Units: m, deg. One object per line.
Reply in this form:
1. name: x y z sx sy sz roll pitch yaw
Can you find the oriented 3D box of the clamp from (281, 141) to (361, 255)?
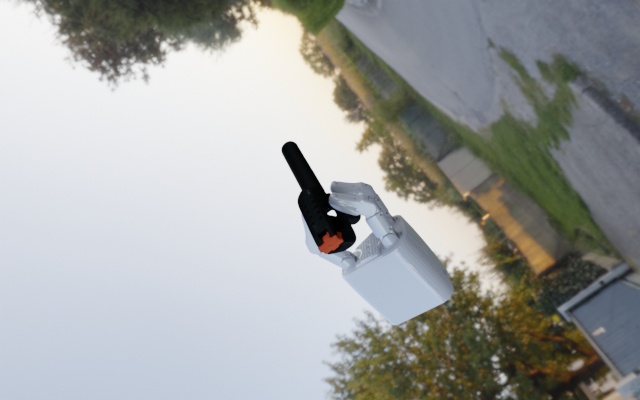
1. clamp: 0.000 0.003 0.626 0.036 0.164 0.210 -40 13 14
